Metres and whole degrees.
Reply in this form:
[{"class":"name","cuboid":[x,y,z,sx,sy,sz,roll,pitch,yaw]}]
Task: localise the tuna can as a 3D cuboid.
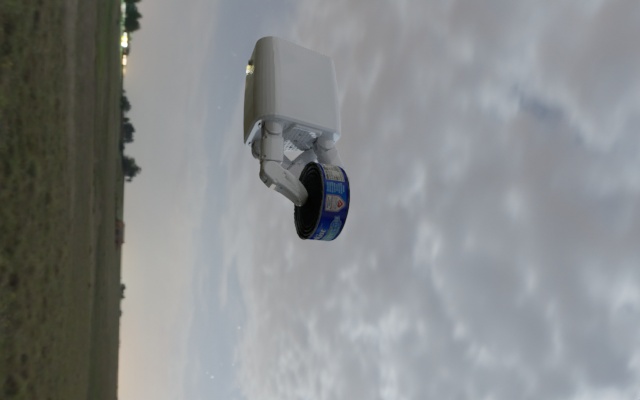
[{"class":"tuna can","cuboid":[0.001,0.002,0.525,0.034,0.086,0.086,7,-3,-21]}]
